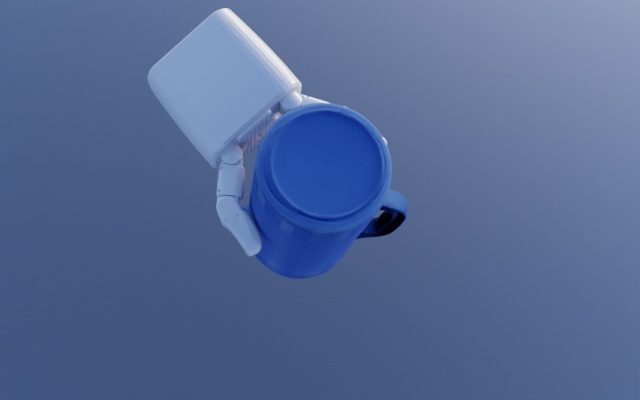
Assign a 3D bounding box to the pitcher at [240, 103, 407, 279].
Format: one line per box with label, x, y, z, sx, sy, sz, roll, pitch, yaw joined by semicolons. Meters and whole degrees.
pitcher;0.000;0.001;0.480;0.149;0.145;0.243;-38;-6;-15
